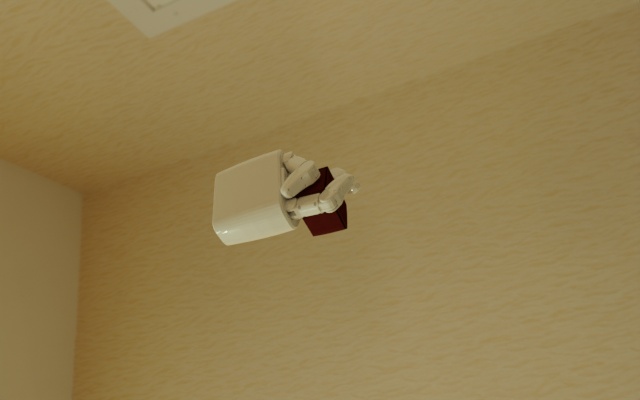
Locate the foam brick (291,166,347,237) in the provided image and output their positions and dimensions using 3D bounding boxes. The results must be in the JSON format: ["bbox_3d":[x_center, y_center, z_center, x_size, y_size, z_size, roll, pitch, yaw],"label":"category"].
[{"bbox_3d":[0.000,0.002,0.662,0.051,0.078,0.053,-17,36,16],"label":"foam brick"}]
